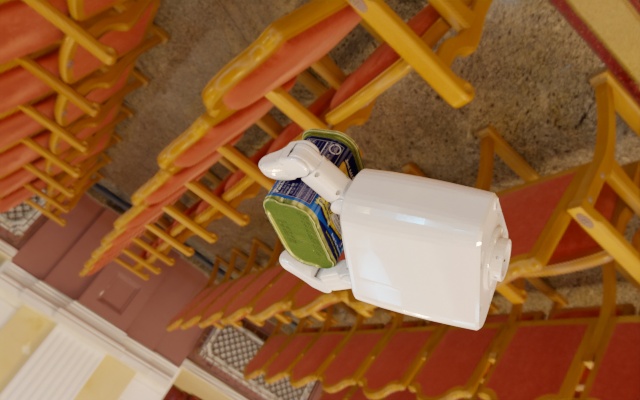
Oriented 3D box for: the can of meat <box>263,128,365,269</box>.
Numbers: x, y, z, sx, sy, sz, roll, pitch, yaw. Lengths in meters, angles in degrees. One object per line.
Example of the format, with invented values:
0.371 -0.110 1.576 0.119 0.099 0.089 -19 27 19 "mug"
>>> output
0.000 0.002 0.432 0.057 0.084 0.102 12 -34 29 "can of meat"
